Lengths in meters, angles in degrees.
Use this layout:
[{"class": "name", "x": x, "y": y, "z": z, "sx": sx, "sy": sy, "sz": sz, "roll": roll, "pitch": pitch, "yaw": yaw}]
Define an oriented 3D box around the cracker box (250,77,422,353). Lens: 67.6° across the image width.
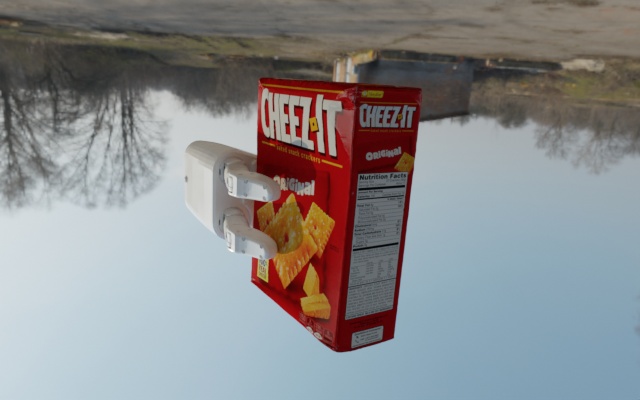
[{"class": "cracker box", "x": 0.000, "y": 0.002, "z": 0.433, "sx": 0.072, "sy": 0.214, "sz": 0.164, "roll": -6, "pitch": 17, "yaw": -32}]
